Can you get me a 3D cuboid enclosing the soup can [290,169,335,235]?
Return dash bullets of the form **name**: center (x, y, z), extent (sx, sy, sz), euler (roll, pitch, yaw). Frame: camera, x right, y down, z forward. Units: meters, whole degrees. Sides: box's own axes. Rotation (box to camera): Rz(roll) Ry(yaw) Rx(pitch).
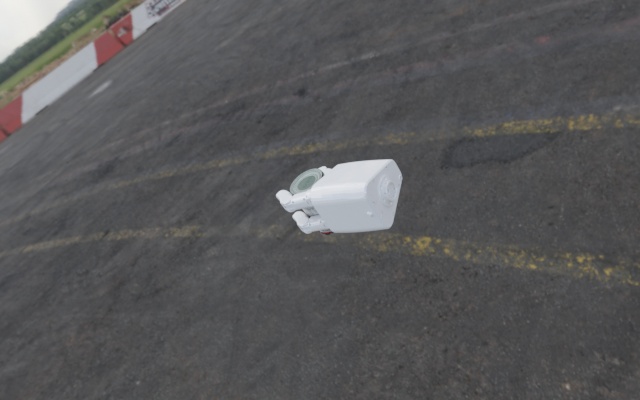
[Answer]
- **soup can**: center (0.000, 0.002, 0.840), extent (0.068, 0.068, 0.102), euler (0, -44, 43)
